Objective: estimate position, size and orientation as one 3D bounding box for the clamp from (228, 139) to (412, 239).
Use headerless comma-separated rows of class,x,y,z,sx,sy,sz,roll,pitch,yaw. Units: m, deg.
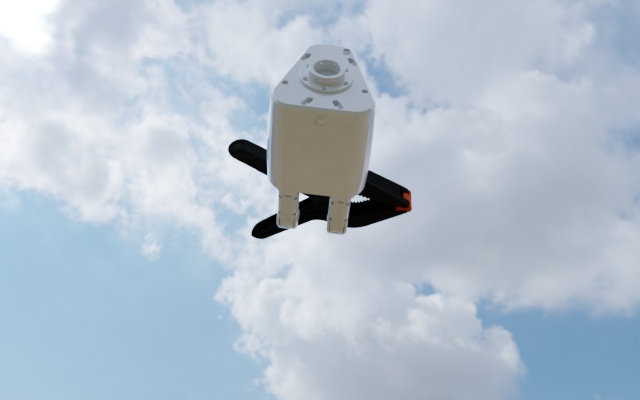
clamp,0.001,0.001,0.571,0.210,0.036,0.165,7,-39,1
